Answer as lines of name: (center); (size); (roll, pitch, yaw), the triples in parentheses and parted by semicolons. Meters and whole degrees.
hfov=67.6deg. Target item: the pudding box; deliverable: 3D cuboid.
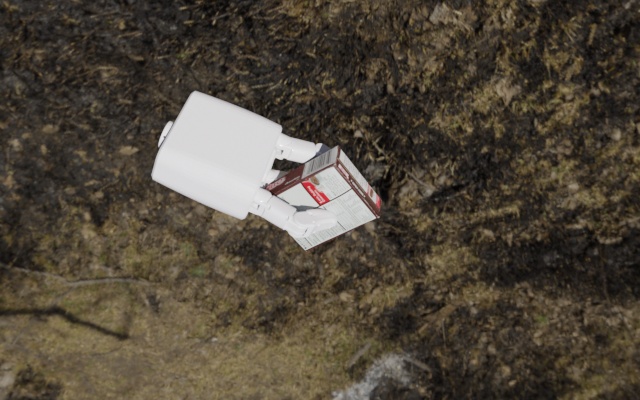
pudding box: (0.000, 0.002, 0.554); (0.113, 0.090, 0.039); (-26, 30, 29)
